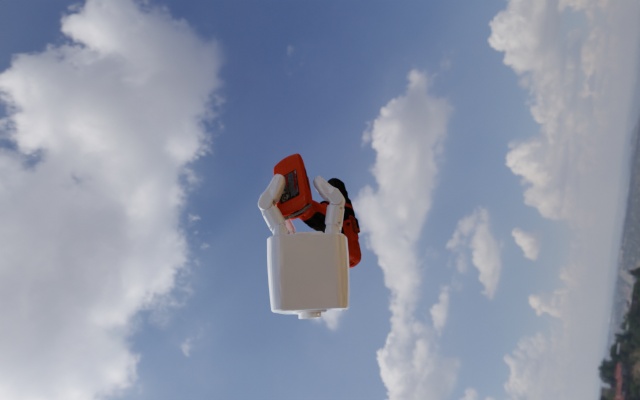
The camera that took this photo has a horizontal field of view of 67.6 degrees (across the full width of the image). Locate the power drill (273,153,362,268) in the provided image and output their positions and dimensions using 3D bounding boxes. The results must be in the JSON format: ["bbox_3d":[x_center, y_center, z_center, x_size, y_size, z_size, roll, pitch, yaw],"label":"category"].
[{"bbox_3d":[0.000,0.003,0.792,0.057,0.184,0.188,-29,-42,21],"label":"power drill"}]
